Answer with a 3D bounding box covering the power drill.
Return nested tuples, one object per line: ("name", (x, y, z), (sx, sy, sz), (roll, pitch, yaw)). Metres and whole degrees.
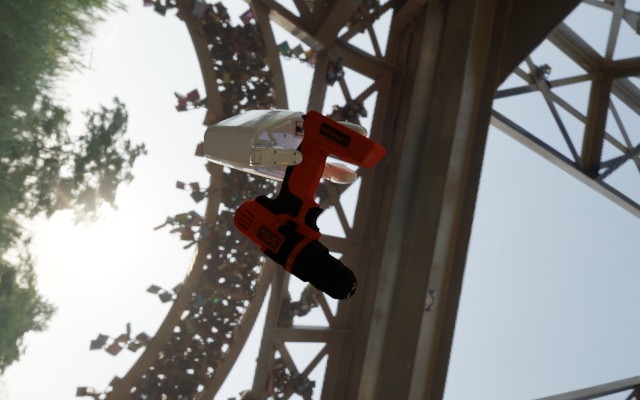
("power drill", (0.000, 0.001, 0.574), (0.184, 0.187, 0.057), (33, 7, 22))
